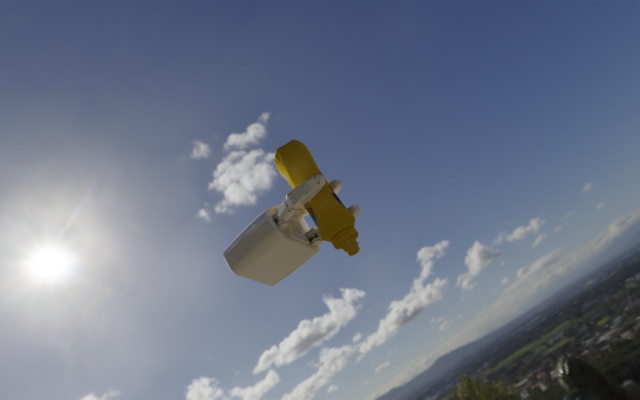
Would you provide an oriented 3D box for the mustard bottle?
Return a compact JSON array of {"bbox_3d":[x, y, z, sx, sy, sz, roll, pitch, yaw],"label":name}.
[{"bbox_3d":[0.000,0.002,0.723,0.058,0.191,0.096,-31,-23,-5],"label":"mustard bottle"}]
